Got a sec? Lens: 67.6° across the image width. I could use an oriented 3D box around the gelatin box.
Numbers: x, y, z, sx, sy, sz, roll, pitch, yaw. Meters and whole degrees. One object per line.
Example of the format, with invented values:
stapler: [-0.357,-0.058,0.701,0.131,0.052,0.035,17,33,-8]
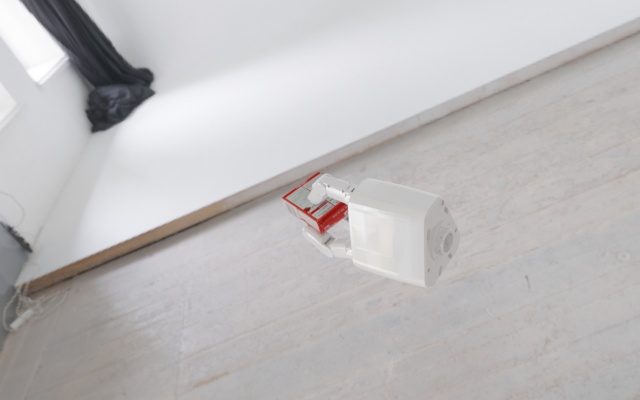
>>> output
gelatin box: [0.000,0.002,0.684,0.073,0.030,0.089,-37,43,-21]
